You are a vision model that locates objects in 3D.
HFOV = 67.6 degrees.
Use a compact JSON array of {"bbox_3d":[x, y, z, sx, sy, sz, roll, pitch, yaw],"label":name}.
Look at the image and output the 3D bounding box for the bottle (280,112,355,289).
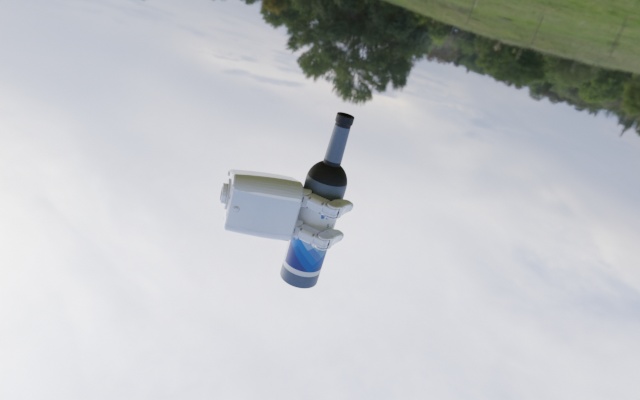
[{"bbox_3d":[0.000,0.003,0.769,0.069,0.296,0.069,14,23,-6],"label":"bottle"}]
